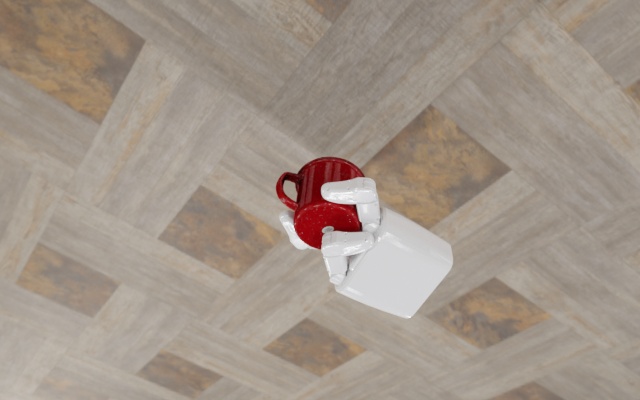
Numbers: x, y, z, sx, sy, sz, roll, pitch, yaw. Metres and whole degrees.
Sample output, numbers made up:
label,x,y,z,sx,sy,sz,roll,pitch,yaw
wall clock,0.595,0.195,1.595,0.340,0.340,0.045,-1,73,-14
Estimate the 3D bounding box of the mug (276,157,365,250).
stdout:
label,x,y,z,sx,sy,sz,roll,pitch,yaw
mug,-0.001,0.001,0.584,0.117,0.081,0.093,25,-51,-16
